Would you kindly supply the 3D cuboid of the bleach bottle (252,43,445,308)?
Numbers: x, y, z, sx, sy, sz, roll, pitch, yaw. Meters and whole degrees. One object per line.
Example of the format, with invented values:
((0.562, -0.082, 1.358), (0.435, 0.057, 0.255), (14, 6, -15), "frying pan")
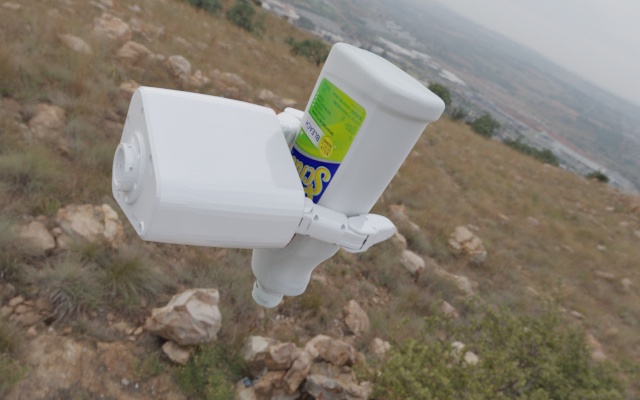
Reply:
((0.000, 0.001, 0.416), (0.068, 0.251, 0.102), (4, 34, -38), "bleach bottle")
